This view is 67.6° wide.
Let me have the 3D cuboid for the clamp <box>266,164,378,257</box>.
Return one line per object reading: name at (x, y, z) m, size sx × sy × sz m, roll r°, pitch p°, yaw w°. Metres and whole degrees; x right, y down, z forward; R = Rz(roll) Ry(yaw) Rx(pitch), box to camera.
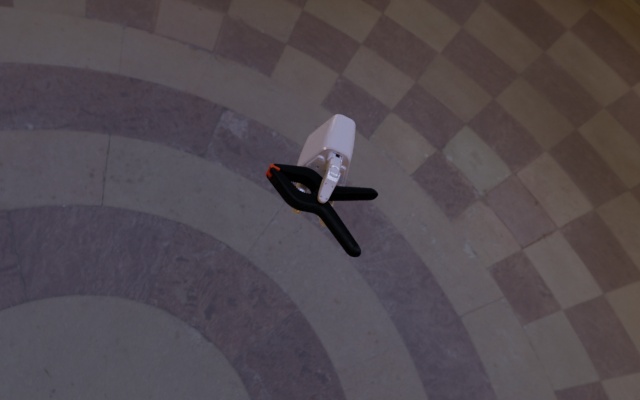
clamp at (0.000, 0.002, 0.828) m, size 0.210 × 0.164 × 0.036 m, roll 24°, pitch -46°, yaw -11°
